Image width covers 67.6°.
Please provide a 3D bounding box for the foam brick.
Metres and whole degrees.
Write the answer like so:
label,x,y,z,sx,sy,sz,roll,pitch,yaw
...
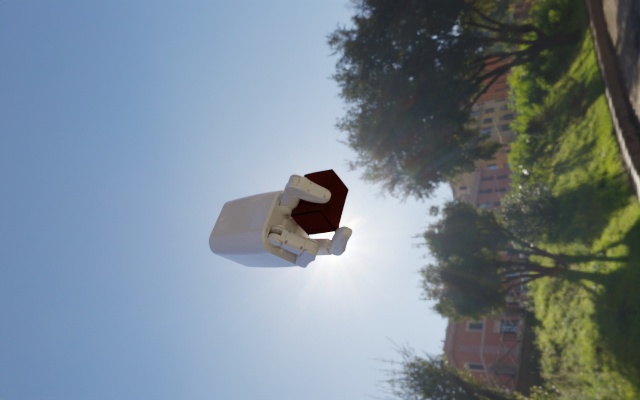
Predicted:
label,x,y,z,sx,sy,sz,roll,pitch,yaw
foam brick,0.000,0.002,0.685,0.051,0.078,0.053,-9,-43,32
